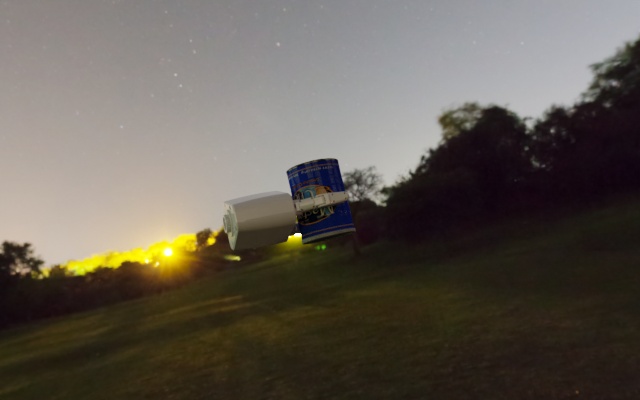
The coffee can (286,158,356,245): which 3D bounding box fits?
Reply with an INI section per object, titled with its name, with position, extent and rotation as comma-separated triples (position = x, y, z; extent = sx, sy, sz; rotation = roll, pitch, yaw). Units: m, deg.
[coffee can]
position = 0.000, 0.003, 0.897
extent = 0.103, 0.140, 0.103
rotation = -13, -8, -2
